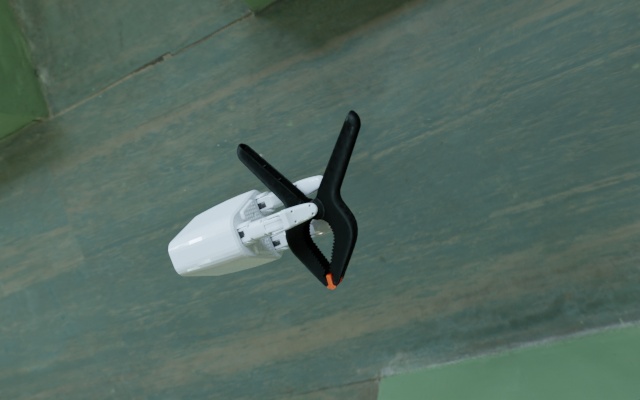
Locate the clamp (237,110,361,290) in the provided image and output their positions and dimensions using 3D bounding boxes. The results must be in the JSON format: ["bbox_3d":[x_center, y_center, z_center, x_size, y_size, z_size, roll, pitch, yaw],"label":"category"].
[{"bbox_3d":[0.000,0.003,0.581,0.164,0.210,0.036,-20,2,24],"label":"clamp"}]
